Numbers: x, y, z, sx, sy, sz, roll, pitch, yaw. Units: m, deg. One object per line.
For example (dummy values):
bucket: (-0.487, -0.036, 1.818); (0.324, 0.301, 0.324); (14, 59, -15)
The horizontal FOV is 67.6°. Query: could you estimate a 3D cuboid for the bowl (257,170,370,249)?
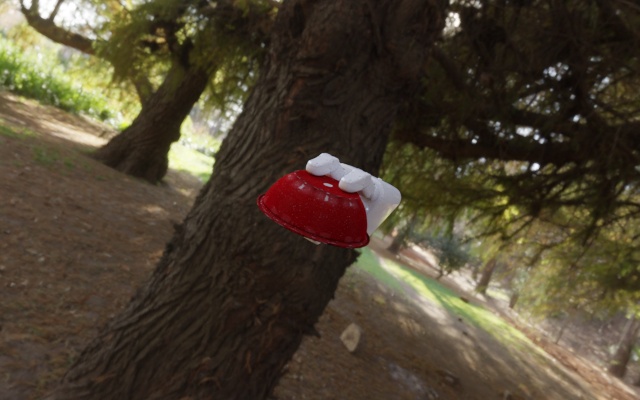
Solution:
bowl: (0.000, 0.002, 0.636); (0.162, 0.055, 0.162); (20, 15, -6)
